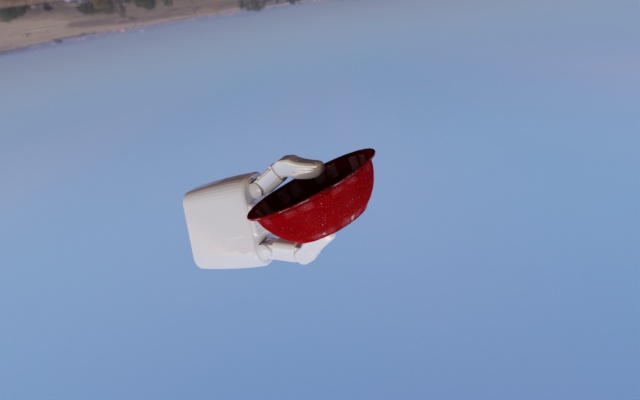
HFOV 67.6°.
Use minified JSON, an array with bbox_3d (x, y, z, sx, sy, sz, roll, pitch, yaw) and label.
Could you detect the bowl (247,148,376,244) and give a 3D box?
[{"bbox_3d":[0.001,0.002,0.540,0.162,0.055,0.162,-27,12,6],"label":"bowl"}]
